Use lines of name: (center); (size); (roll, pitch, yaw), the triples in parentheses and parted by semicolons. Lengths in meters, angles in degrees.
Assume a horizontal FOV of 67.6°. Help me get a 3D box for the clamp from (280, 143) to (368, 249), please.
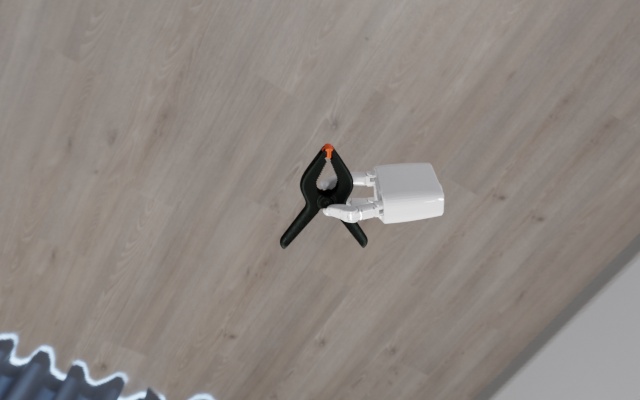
clamp: (0.000, 0.003, 0.855); (0.164, 0.210, 0.036); (-7, 27, -3)
